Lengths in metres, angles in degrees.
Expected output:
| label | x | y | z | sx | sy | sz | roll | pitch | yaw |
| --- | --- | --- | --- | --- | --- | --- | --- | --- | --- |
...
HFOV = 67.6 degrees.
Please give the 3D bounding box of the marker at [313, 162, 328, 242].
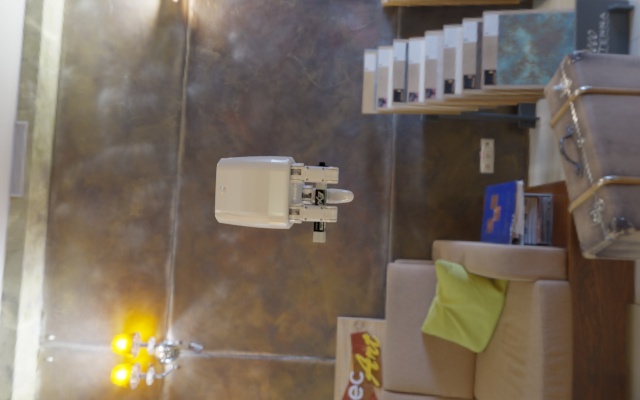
| label | x | y | z | sx | sy | sz | roll | pitch | yaw |
| --- | --- | --- | --- | --- | --- | --- | --- | --- | --- |
| marker | 0.000 | 0.002 | 0.722 | 0.020 | 0.121 | 0.020 | 2 | -2 | 0 |
